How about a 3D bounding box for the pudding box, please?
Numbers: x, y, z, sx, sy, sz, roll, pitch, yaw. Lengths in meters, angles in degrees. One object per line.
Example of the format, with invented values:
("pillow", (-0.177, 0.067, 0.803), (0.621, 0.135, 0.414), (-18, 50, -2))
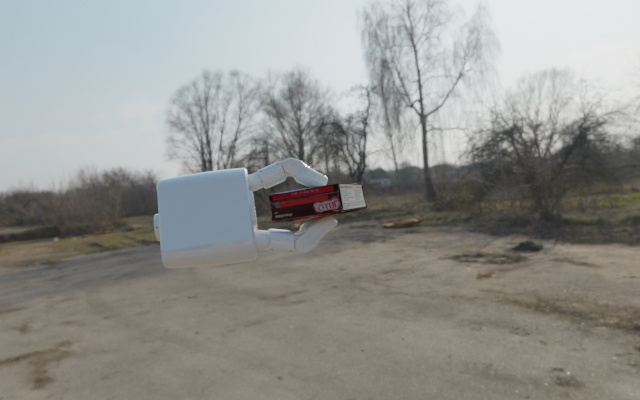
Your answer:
("pudding box", (0.000, 0.002, 0.594), (0.090, 0.039, 0.113), (-8, 1, 20))
